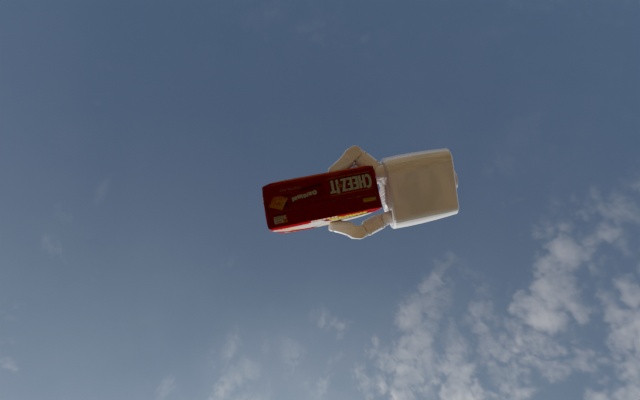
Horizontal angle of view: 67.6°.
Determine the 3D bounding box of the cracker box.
[{"bbox_3d":[0.000,0.003,0.769,0.164,0.072,0.214,-12,-5,-2],"label":"cracker box"}]
